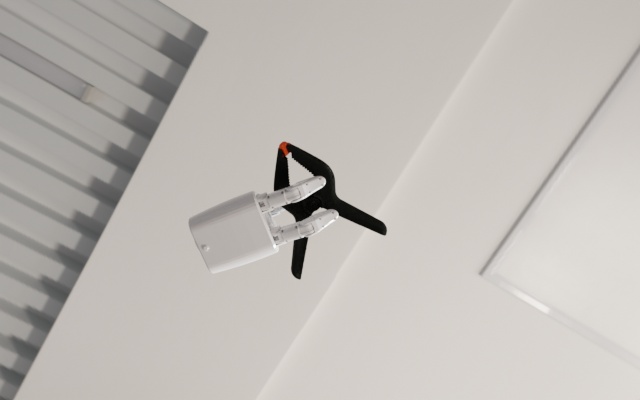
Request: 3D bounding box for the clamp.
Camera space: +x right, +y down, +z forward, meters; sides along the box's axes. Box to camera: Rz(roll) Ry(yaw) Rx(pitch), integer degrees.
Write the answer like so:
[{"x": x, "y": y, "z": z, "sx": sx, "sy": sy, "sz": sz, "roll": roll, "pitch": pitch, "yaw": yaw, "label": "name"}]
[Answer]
[{"x": 0.000, "y": 0.002, "z": 0.729, "sx": 0.164, "sy": 0.210, "sz": 0.036, "roll": -21, "pitch": 15, "yaw": -1, "label": "clamp"}]
